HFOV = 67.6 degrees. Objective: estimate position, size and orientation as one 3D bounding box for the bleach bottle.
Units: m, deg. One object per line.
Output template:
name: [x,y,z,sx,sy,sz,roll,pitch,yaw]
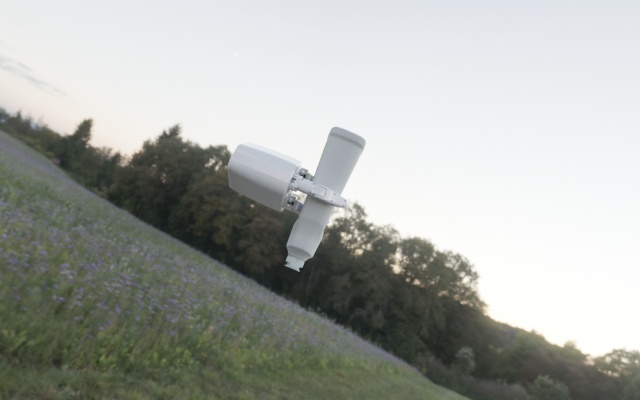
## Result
bleach bottle: [0.000,0.003,0.835,0.068,0.251,0.102,23,-7,1]
